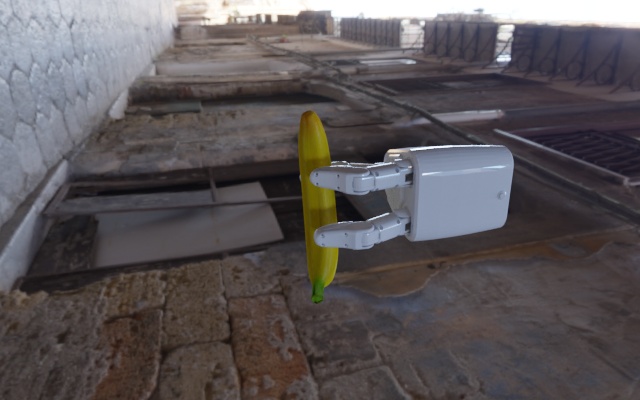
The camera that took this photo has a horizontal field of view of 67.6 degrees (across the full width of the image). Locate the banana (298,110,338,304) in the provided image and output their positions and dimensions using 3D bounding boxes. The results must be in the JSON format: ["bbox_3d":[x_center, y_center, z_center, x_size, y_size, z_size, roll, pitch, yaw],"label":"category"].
[{"bbox_3d":[-0.001,0.006,0.517,0.037,0.198,0.069,-5,-1,-4],"label":"banana"}]
